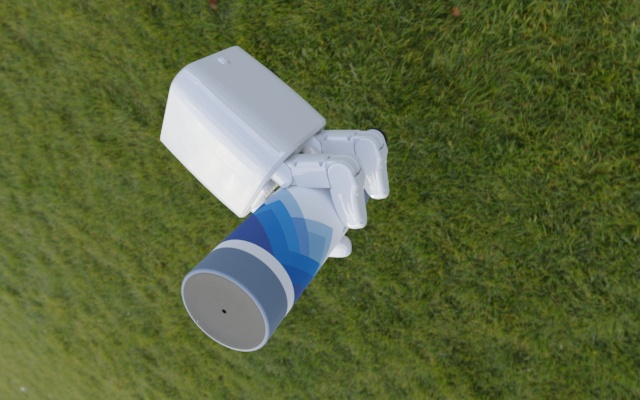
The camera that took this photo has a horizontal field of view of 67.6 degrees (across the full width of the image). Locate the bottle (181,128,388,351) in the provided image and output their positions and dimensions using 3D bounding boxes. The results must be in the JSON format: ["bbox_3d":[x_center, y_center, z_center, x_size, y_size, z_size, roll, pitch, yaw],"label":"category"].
[{"bbox_3d":[0.000,0.002,0.416,0.069,0.069,0.295,0,28,28],"label":"bottle"}]
